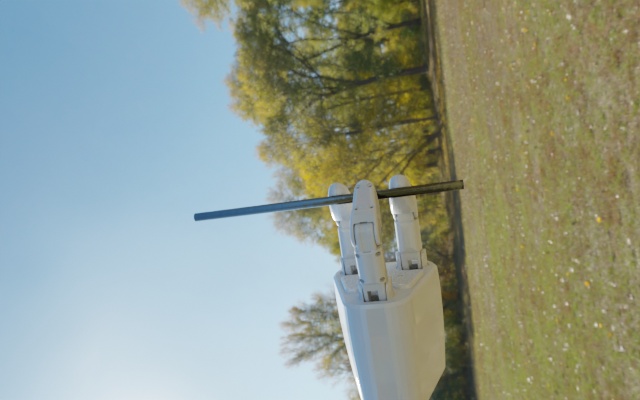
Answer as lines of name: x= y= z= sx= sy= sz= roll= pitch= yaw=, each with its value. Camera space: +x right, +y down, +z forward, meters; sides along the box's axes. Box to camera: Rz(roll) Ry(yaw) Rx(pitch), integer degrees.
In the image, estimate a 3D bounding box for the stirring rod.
stirring rod: x=0.000 y=0.001 z=0.416 sx=0.239 sy=0.011 sz=0.011 roll=-7 pitch=-2 yaw=14
